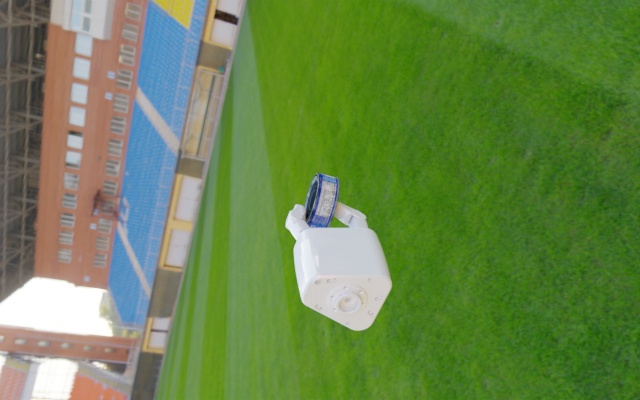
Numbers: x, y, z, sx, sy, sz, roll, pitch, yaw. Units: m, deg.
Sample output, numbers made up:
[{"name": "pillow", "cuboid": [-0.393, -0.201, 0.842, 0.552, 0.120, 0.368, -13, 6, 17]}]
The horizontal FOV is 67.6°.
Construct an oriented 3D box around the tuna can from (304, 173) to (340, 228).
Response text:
[{"name": "tuna can", "cuboid": [0.000, 0.002, 0.729, 0.034, 0.086, 0.086, 14, -3, -11]}]
